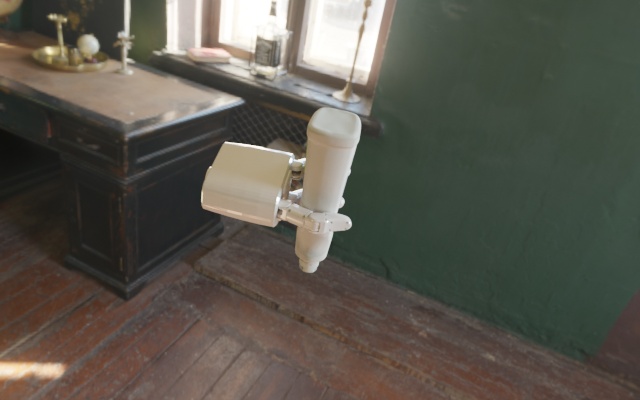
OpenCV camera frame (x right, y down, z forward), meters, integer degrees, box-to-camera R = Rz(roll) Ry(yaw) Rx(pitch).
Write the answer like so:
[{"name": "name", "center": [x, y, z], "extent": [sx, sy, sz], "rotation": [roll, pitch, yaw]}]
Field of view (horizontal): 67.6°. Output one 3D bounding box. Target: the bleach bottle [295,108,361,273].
[{"name": "bleach bottle", "center": [0.000, 0.002, 0.682], "extent": [0.068, 0.251, 0.102], "rotation": [12, 30, 2]}]
